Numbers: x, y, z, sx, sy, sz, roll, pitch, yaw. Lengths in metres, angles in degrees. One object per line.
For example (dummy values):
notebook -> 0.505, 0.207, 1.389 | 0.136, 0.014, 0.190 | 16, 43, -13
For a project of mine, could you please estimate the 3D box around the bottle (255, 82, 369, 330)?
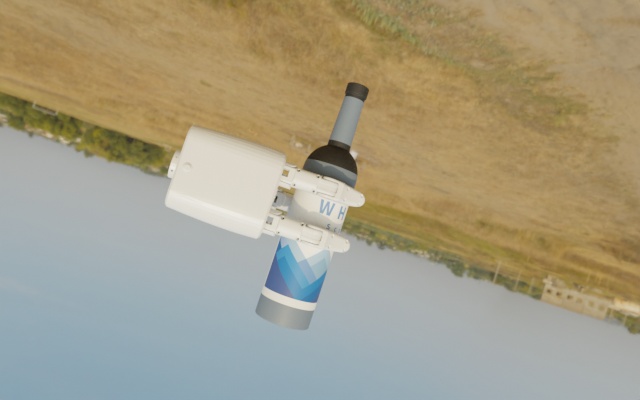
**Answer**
bottle -> 0.000, 0.002, 0.572 | 0.069, 0.295, 0.069 | 18, -2, 1
